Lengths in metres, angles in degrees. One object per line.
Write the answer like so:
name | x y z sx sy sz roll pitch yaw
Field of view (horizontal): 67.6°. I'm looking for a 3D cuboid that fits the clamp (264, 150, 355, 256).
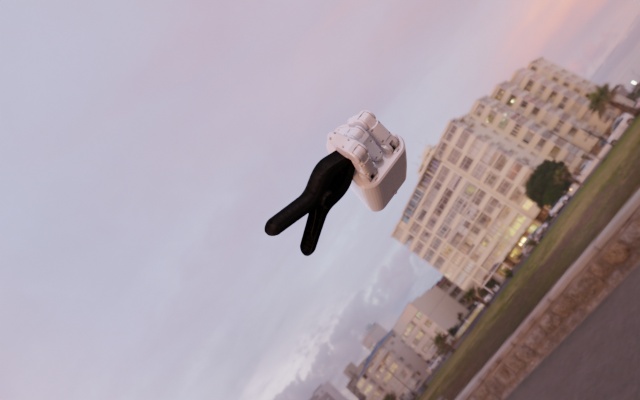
clamp | 0.000 0.002 0.678 0.039 0.171 0.120 36 -10 27
